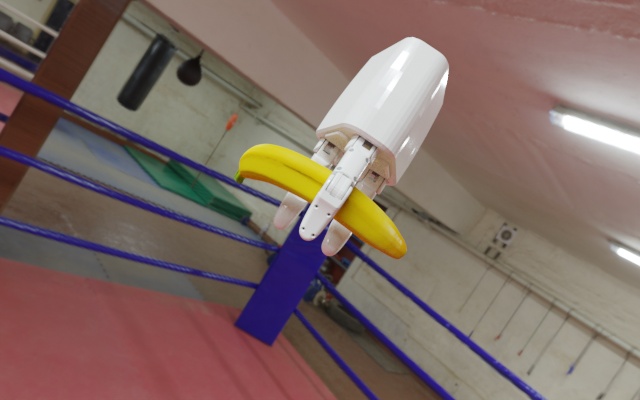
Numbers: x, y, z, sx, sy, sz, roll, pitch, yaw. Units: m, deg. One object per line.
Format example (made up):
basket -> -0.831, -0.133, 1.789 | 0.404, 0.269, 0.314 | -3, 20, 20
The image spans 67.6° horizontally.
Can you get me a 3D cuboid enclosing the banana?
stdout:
banana -> -0.006, -0.009, 0.449 | 0.197, 0.037, 0.070 | 27, -21, 22
